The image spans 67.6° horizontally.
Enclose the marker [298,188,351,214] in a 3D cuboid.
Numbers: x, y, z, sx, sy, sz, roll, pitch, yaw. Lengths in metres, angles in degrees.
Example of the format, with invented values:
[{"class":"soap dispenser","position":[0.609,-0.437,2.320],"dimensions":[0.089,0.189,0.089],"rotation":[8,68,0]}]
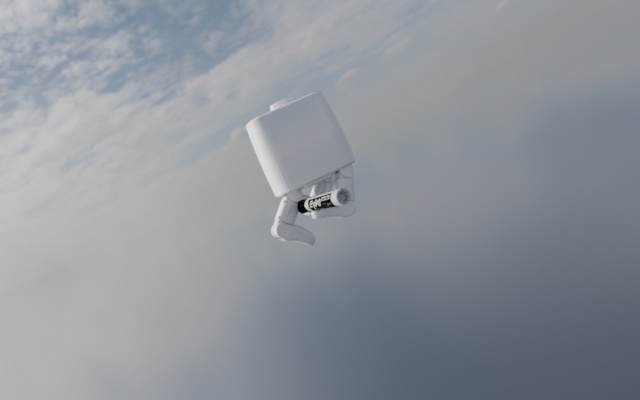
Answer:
[{"class":"marker","position":[0.000,0.002,0.581],"dimensions":[0.020,0.020,0.121],"rotation":[0,-6,-25]}]
